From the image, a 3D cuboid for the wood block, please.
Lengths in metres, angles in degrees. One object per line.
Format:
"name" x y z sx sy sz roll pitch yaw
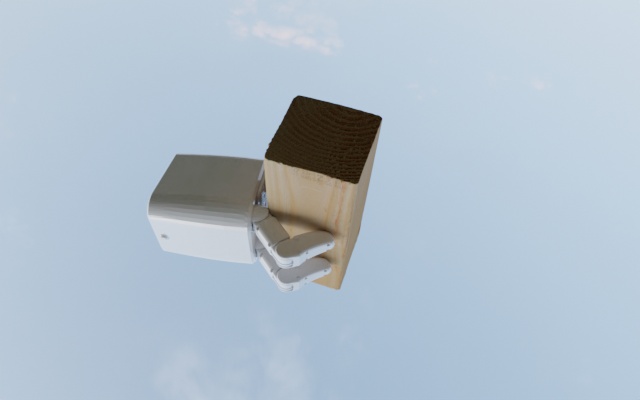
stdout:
"wood block" 0.000 0.001 0.516 0.090 0.090 0.206 16 -35 8
